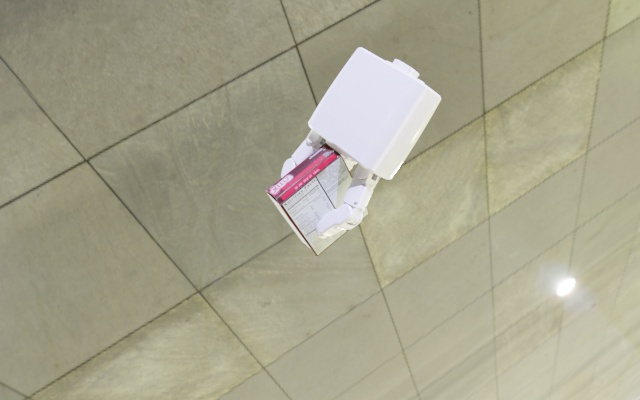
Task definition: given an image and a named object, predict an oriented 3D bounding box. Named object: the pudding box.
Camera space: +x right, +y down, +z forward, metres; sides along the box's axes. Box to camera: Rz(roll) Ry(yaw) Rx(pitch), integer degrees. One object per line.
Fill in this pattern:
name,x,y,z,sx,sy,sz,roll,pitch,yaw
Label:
pudding box,0.000,0.002,0.565,0.090,0.114,0.039,-39,44,-8
